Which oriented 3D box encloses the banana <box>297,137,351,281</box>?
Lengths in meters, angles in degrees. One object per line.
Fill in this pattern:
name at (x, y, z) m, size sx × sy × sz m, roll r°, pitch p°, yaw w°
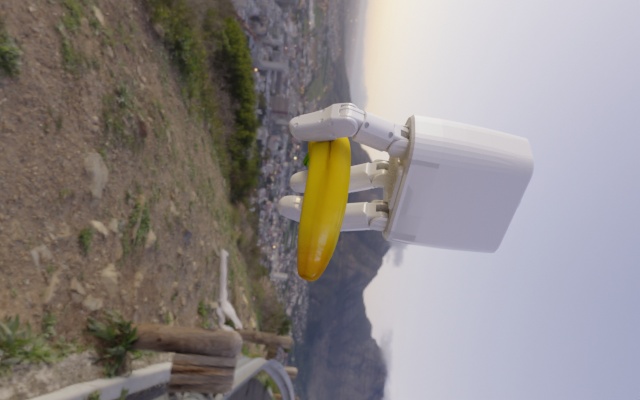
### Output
banana at (0.004, -0.016, 0.410) m, size 0.037 × 0.070 × 0.197 m, roll 11°, pitch 30°, yaw -5°
